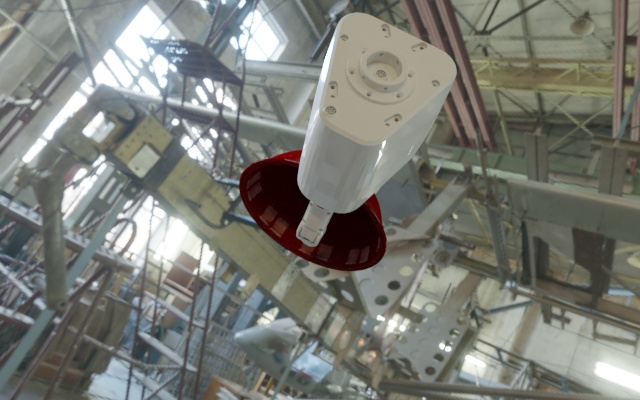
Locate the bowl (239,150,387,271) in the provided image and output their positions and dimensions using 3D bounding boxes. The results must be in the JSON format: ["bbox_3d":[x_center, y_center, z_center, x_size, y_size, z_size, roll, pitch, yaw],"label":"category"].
[{"bbox_3d":[0.000,0.002,0.488,0.162,0.055,0.162,20,-35,15],"label":"bowl"}]
